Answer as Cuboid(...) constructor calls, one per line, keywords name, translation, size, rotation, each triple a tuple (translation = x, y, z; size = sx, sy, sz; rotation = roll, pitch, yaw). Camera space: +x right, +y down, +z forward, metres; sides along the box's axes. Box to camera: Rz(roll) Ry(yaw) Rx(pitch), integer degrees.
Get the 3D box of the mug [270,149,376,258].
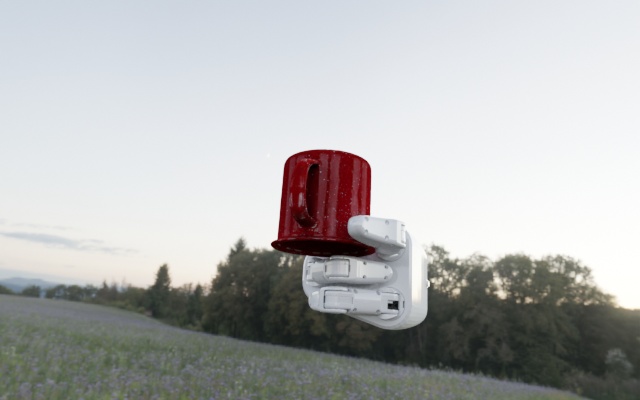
Cuboid(name="mug", translation=(-0.001, 0.001, 0.419), size=(0.093, 0.081, 0.117), rotation=(-3, -16, 22))
